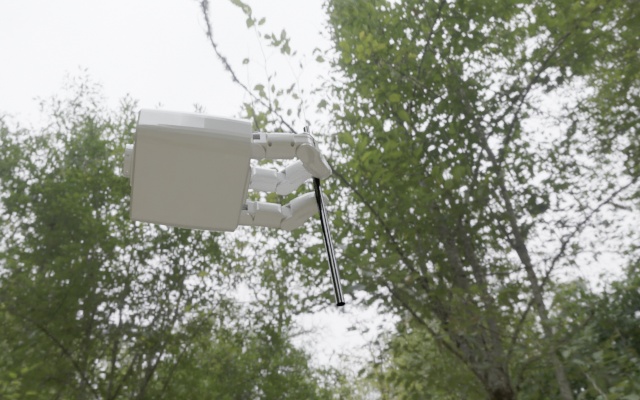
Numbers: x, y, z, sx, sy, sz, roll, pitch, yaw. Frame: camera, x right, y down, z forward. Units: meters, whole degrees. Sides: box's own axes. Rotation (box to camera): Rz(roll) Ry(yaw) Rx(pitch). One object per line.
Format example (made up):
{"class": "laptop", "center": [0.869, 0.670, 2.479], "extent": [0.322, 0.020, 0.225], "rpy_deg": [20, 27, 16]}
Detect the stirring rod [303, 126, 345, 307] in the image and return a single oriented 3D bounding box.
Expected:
{"class": "stirring rod", "center": [0.000, 0.002, 0.490], "extent": [0.011, 0.239, 0.011], "rpy_deg": [-6, -42, -6]}
